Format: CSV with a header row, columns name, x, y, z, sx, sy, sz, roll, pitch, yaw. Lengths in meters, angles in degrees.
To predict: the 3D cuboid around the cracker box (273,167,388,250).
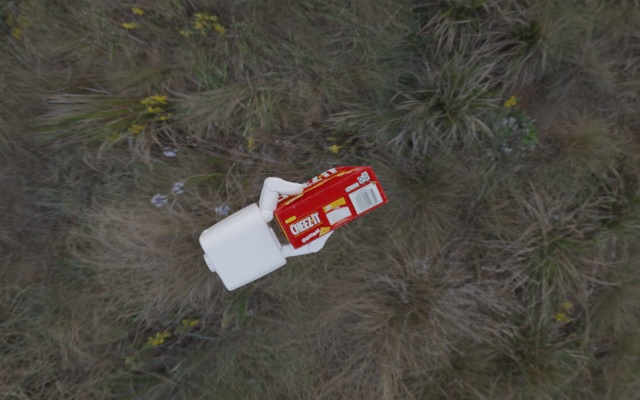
name,x,y,z,sx,sy,sz,roll,pitch,yaw
cracker box,0.000,0.003,0.817,0.164,0.072,0.213,-27,8,-7
